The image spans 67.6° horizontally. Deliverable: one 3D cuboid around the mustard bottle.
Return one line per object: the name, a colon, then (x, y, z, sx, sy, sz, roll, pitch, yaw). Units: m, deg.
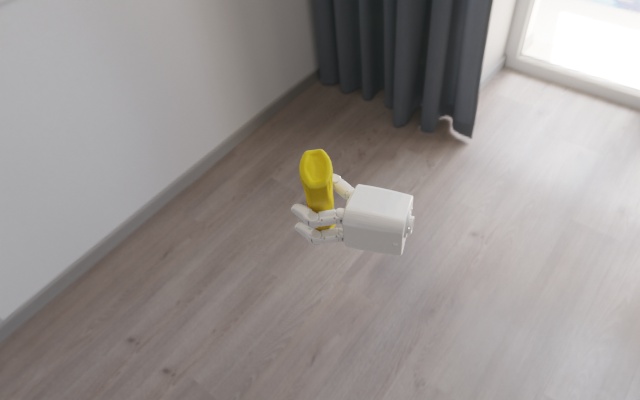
mustard bottle: (0.000, 0.003, 0.890, 0.058, 0.096, 0.192, -9, -40, 0)
